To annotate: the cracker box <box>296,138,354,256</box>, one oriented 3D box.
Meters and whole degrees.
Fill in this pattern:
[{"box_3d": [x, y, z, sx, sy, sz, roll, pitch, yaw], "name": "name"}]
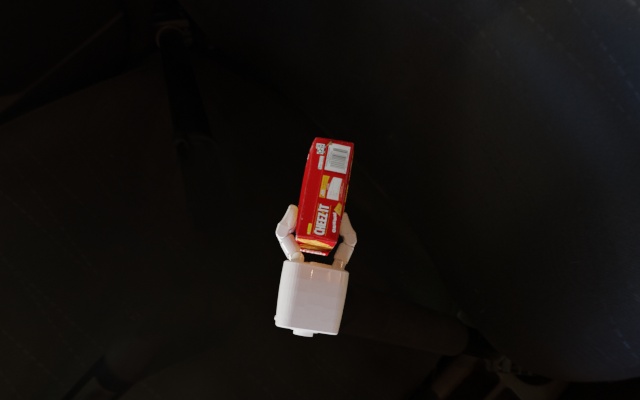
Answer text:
[{"box_3d": [0.000, 0.003, 0.831, 0.072, 0.164, 0.214, 10, -12, -2], "name": "cracker box"}]
